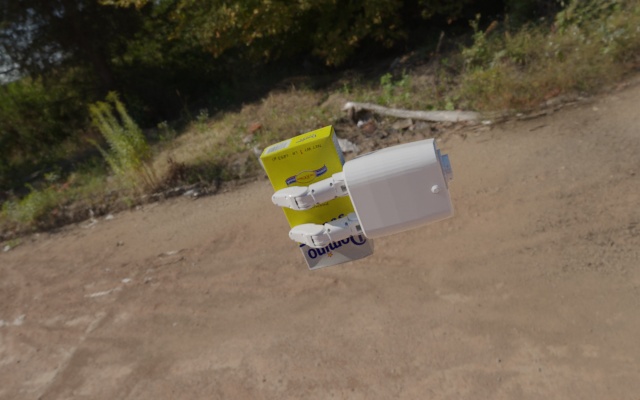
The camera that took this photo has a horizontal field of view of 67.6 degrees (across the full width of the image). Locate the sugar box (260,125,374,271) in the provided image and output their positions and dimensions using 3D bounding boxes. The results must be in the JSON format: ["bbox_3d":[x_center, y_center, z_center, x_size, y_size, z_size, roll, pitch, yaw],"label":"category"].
[{"bbox_3d":[0.000,0.002,0.613,0.093,0.176,0.048,-16,23,14],"label":"sugar box"}]
